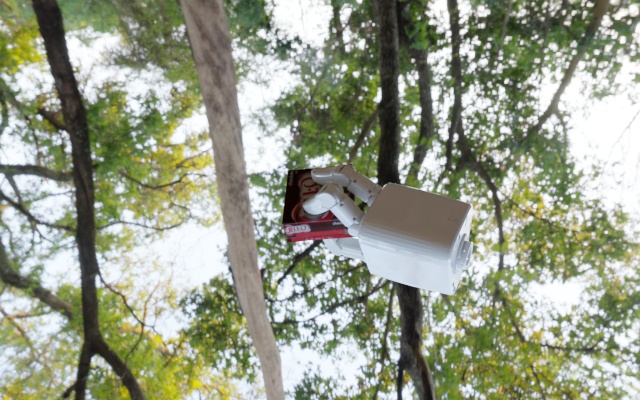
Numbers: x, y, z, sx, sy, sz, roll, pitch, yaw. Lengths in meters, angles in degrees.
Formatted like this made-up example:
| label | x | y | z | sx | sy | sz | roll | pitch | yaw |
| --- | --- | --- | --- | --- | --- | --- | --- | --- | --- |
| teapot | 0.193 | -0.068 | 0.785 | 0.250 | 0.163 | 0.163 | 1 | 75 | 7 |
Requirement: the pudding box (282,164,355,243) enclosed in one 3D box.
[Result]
| label | x | y | z | sx | sy | sz | roll | pitch | yaw |
| --- | --- | --- | --- | --- | --- | --- | --- | --- | --- |
| pudding box | 0.000 | 0.002 | 0.618 | 0.090 | 0.039 | 0.113 | -5 | 37 | 4 |
